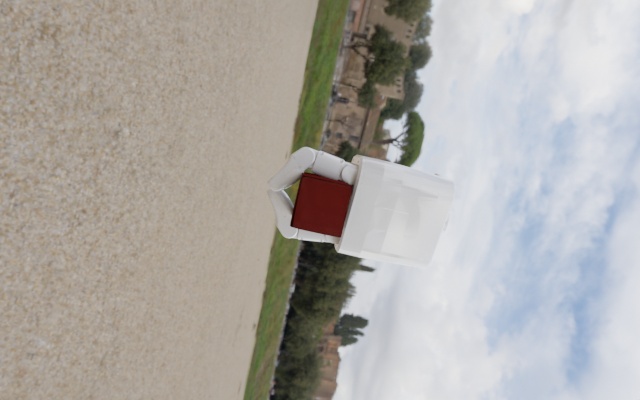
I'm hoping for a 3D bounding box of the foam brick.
[{"bbox_3d":[0.000,0.002,0.491,0.051,0.053,0.078,13,7,-3],"label":"foam brick"}]
